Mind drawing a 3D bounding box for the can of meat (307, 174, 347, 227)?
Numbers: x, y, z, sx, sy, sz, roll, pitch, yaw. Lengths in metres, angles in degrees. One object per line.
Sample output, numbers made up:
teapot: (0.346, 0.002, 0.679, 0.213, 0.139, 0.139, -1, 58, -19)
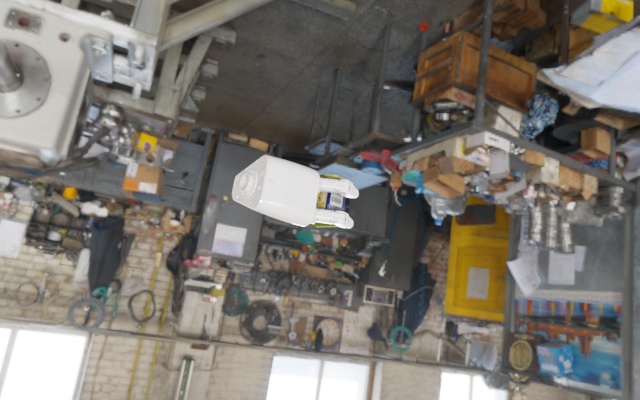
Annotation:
can of meat: (0.000, 0.003, 0.869, 0.057, 0.084, 0.102, 19, -16, -40)
